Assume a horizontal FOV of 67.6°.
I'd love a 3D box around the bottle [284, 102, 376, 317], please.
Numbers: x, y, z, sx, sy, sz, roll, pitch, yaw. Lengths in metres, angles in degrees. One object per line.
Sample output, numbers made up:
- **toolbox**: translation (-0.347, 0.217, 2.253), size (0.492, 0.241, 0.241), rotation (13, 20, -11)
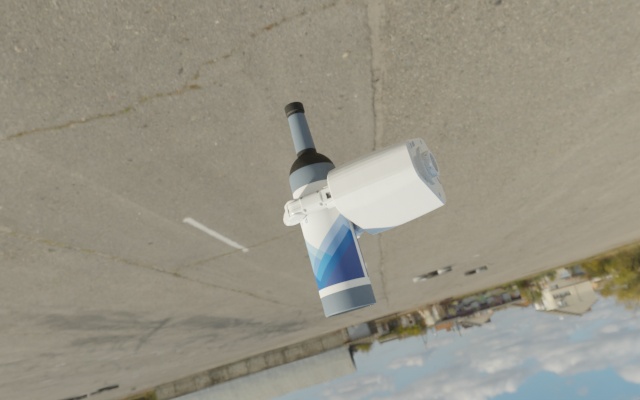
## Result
- **bottle**: translation (0.000, 0.002, 0.641), size (0.069, 0.295, 0.069), rotation (-15, -16, -4)
